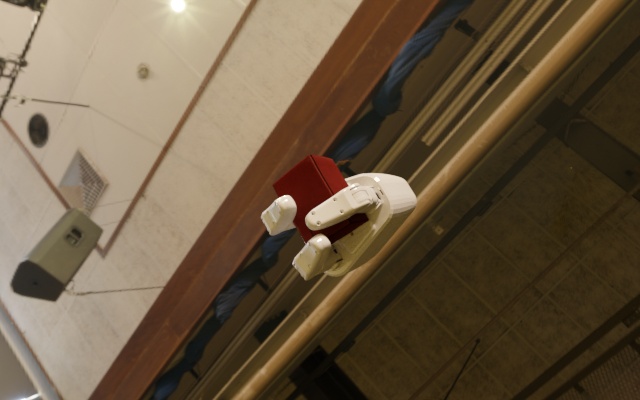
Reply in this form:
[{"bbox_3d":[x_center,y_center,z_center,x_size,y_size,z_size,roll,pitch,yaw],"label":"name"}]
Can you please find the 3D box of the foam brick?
[{"bbox_3d":[0.000,0.001,0.474,0.053,0.078,0.051,-35,-12,23],"label":"foam brick"}]
